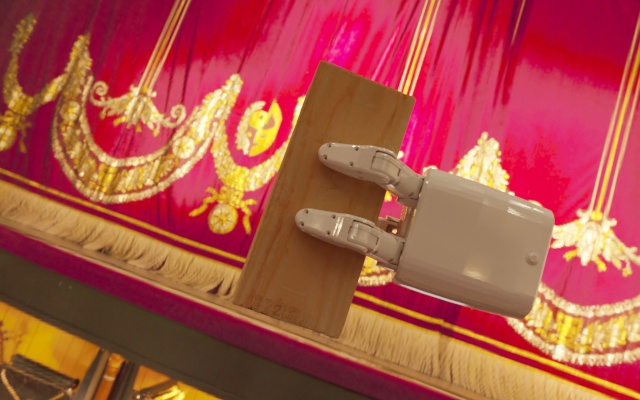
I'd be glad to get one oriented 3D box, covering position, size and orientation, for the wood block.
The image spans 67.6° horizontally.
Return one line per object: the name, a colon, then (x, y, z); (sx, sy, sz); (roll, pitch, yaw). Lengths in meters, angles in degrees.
wood block: (0.000, 0.001, 0.419); (0.090, 0.206, 0.091); (20, -10, -6)
